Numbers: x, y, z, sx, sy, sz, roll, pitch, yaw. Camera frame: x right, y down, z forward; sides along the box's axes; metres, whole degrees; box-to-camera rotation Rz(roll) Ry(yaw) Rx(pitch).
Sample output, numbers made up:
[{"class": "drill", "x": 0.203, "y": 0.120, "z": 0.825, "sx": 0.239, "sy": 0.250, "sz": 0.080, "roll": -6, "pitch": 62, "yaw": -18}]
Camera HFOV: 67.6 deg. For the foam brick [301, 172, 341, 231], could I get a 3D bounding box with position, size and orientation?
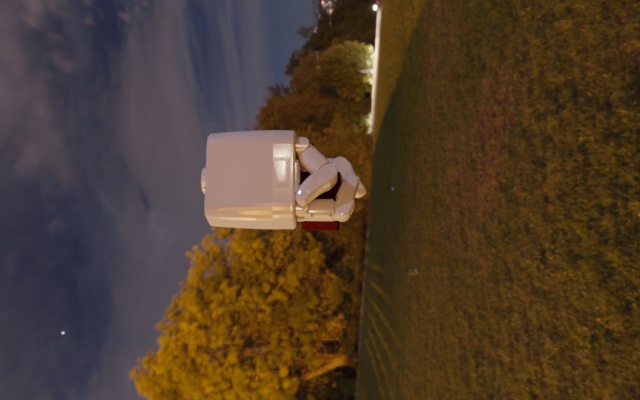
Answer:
[{"class": "foam brick", "x": 0.000, "y": 0.002, "z": 0.629, "sx": 0.051, "sy": 0.053, "sz": 0.078, "roll": -1, "pitch": -26, "yaw": 0}]
